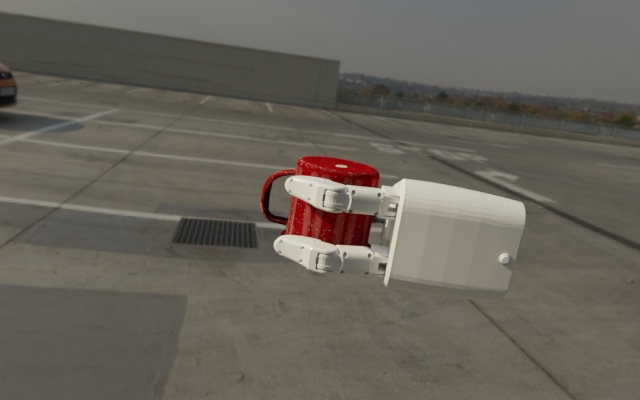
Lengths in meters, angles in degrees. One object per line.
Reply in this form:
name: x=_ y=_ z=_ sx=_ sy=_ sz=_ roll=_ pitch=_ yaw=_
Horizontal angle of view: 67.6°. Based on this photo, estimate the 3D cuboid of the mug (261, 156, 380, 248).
mug: x=-0.001 y=0.001 z=0.469 sx=0.117 sy=0.081 sz=0.093 roll=9 pitch=13 yaw=1
